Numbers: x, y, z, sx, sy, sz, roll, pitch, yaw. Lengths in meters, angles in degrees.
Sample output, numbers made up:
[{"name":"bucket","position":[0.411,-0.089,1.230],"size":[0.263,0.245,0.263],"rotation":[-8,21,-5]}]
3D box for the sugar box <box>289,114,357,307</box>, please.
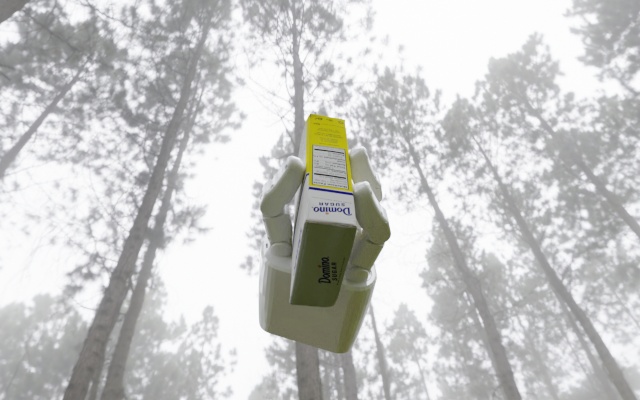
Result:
[{"name":"sugar box","position":[0.001,0.002,0.440],"size":[0.048,0.093,0.176],"rotation":[6,37,-8]}]
